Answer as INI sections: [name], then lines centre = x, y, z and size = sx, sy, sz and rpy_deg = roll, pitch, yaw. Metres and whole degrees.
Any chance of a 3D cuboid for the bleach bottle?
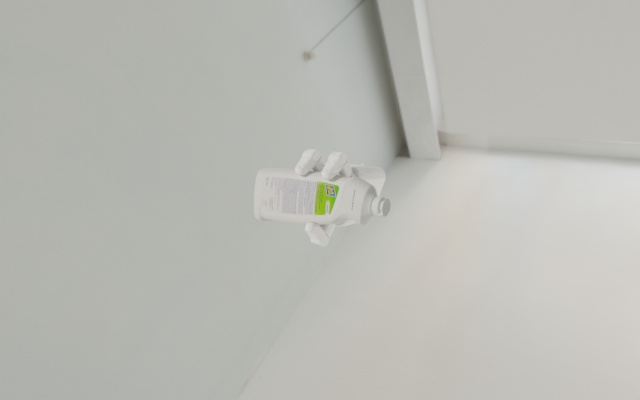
[bleach bottle]
centre = 0.000, 0.003, 0.817
size = 0.251, 0.102, 0.068
rpy_deg = 9, 10, 34
